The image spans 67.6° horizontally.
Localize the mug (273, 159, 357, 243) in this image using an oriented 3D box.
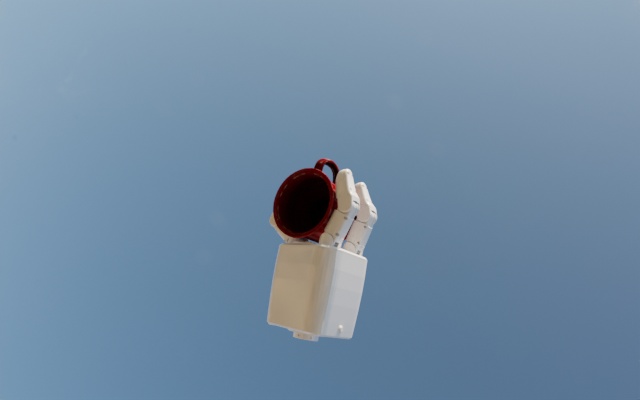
[{"bbox_3d":[0.000,0.001,0.642,0.093,0.117,0.081,4,-14,35],"label":"mug"}]
